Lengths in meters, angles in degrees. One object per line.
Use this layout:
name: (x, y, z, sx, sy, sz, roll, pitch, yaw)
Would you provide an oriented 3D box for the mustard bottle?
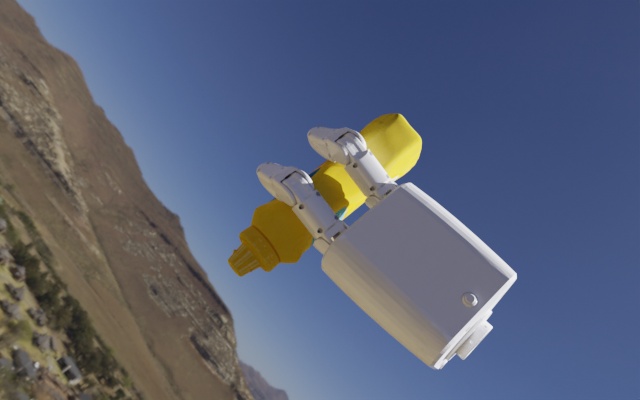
mustard bottle: (0.000, 0.001, 0.424, 0.191, 0.058, 0.096, -38, -2, -19)
